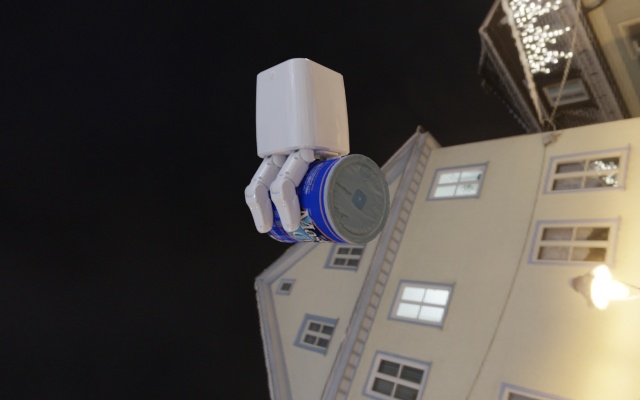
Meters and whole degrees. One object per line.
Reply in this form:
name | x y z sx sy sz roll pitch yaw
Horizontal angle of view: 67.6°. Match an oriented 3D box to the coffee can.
coffee can | 0.000 0.002 0.596 0.103 0.103 0.140 0 -3 -41
